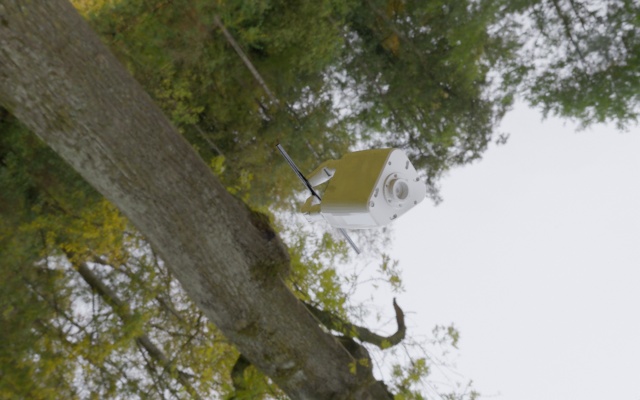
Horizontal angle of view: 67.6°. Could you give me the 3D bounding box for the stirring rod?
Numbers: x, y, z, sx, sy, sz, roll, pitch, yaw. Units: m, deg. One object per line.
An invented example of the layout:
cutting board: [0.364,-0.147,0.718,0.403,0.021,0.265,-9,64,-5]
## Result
stirring rod: [0.000,0.003,0.789,0.011,0.240,0.011,-31,23,14]
